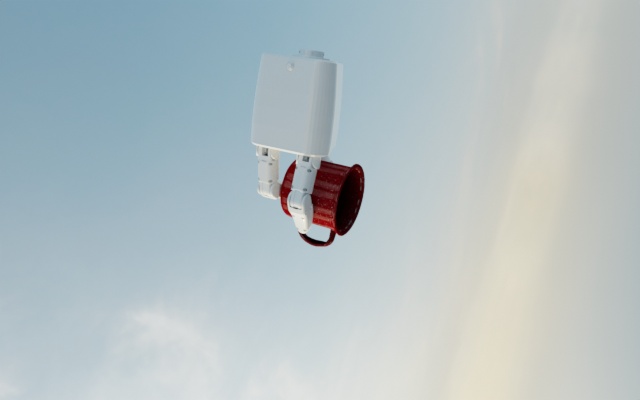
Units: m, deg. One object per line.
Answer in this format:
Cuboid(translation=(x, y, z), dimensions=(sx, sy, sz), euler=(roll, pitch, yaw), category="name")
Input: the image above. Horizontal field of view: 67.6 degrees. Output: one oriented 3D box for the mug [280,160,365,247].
Cuboid(translation=(0.000, 0.003, 0.615), dimensions=(0.081, 0.117, 0.093), euler=(15, 15, 23), category="mug")
